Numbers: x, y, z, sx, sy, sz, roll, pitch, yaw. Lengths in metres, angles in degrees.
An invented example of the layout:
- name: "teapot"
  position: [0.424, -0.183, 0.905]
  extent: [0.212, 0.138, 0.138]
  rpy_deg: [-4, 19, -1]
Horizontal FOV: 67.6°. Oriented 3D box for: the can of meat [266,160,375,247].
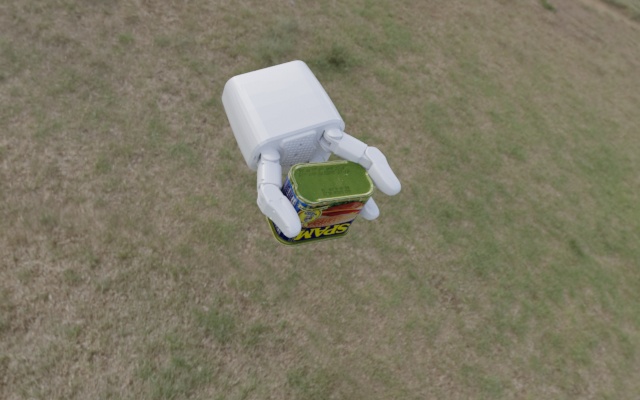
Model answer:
- name: "can of meat"
  position: [0.000, 0.002, 0.534]
  extent: [0.102, 0.057, 0.084]
  rpy_deg: [-7, -32, -29]
